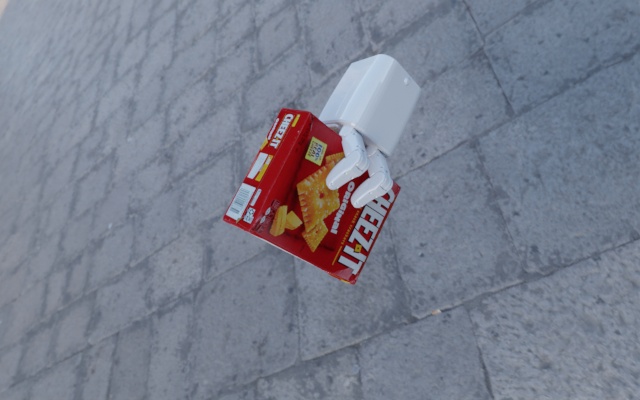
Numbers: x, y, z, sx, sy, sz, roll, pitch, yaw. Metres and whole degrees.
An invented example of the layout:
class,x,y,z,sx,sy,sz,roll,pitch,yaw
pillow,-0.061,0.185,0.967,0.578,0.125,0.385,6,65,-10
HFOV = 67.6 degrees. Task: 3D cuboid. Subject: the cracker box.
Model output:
class,x,y,z,sx,sy,sz,roll,pitch,yaw
cracker box,0.000,0.002,0.646,0.214,0.164,0.072,33,-9,-41
